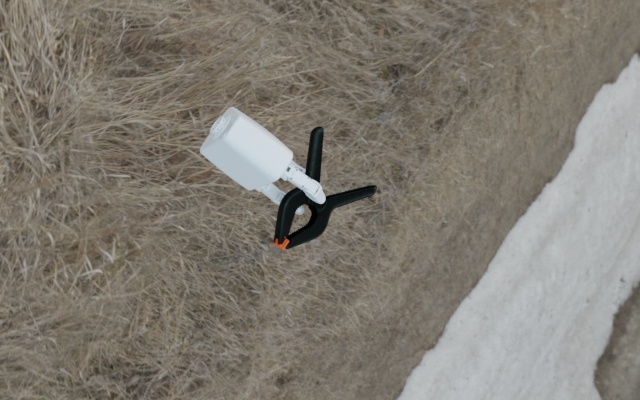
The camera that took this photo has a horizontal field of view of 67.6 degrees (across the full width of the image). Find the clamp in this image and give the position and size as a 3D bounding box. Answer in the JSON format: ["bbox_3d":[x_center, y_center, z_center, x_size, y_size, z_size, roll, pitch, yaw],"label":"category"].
[{"bbox_3d":[0.000,0.003,0.818,0.164,0.210,0.036,37,-13,-24],"label":"clamp"}]
